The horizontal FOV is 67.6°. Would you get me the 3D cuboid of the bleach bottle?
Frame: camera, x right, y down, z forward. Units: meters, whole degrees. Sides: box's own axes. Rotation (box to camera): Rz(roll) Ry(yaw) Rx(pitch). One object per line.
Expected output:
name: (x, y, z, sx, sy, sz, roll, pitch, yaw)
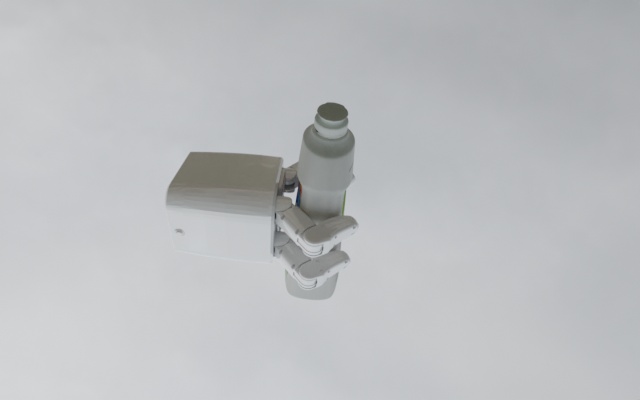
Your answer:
bleach bottle: (0.000, 0.002, 0.517, 0.068, 0.102, 0.251, 6, -44, -2)
